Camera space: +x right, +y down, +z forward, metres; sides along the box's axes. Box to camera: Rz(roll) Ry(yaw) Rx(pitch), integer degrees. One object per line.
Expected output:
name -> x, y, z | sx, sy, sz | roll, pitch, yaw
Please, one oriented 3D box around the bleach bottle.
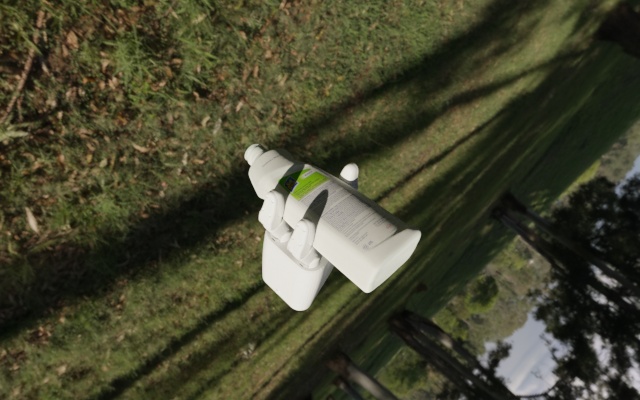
bleach bottle -> 0.000, 0.002, 0.618 | 0.250, 0.068, 0.102 | 40, 52, 23
